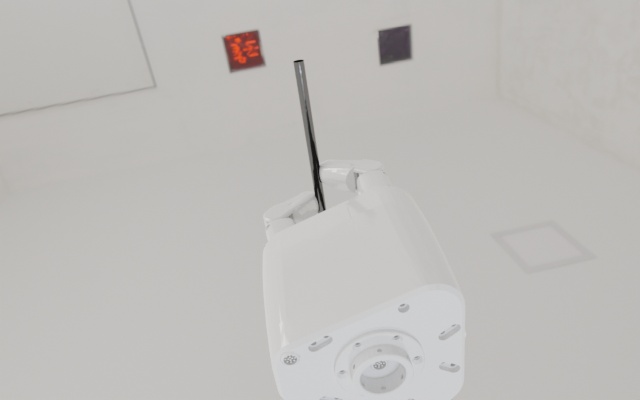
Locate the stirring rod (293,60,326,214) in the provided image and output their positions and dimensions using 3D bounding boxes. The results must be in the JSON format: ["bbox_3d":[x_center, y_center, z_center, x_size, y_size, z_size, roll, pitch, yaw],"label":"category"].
[{"bbox_3d":[0.000,0.001,0.410,0.011,0.240,0.011,-7,29,4],"label":"stirring rod"}]
